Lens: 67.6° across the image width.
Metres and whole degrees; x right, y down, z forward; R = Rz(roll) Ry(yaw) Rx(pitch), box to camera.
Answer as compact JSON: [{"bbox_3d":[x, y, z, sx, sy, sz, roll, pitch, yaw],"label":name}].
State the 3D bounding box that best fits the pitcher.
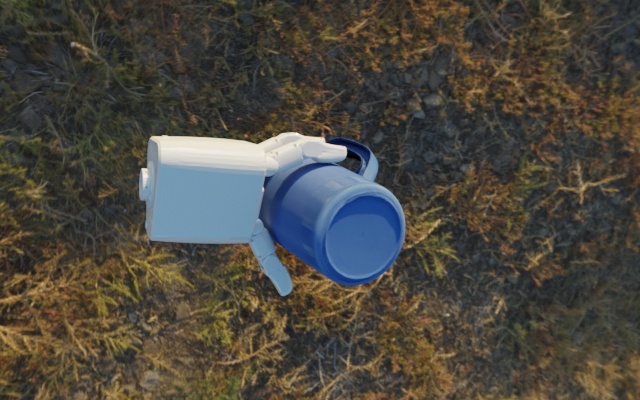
[{"bbox_3d":[0.000,0.002,0.577,0.145,0.149,0.242,1,12,-26],"label":"pitcher"}]
